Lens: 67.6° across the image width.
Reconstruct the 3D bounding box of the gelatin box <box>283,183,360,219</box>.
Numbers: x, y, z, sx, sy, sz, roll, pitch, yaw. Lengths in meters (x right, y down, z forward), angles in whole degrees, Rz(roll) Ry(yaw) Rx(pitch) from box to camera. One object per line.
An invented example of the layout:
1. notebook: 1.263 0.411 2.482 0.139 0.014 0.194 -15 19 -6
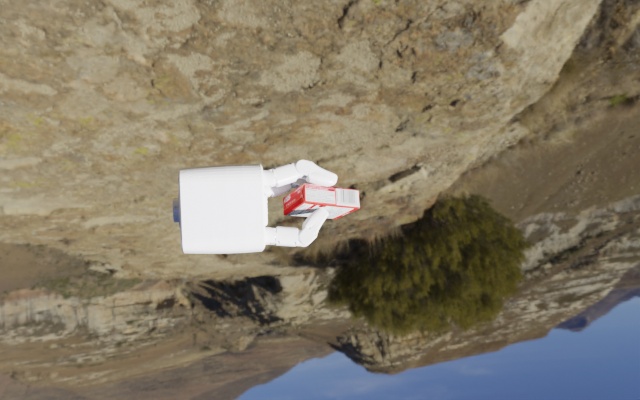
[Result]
1. gelatin box: 0.000 0.003 0.679 0.089 0.030 0.073 6 -17 -24
